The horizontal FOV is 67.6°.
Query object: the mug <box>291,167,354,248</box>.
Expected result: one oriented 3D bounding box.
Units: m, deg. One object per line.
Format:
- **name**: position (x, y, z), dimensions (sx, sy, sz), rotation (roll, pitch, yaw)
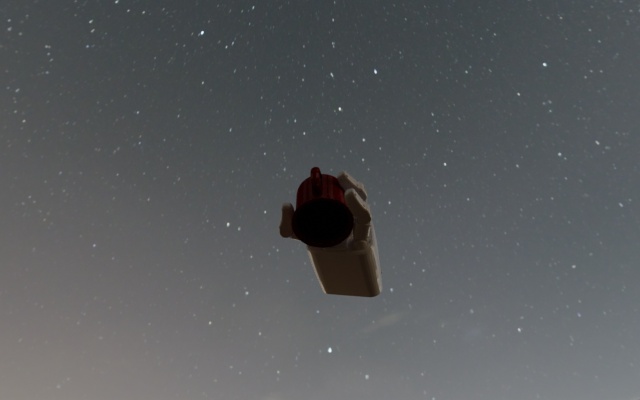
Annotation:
- **mug**: position (0.000, 0.001, 0.732), dimensions (0.093, 0.117, 0.081), rotation (-10, 34, 6)
